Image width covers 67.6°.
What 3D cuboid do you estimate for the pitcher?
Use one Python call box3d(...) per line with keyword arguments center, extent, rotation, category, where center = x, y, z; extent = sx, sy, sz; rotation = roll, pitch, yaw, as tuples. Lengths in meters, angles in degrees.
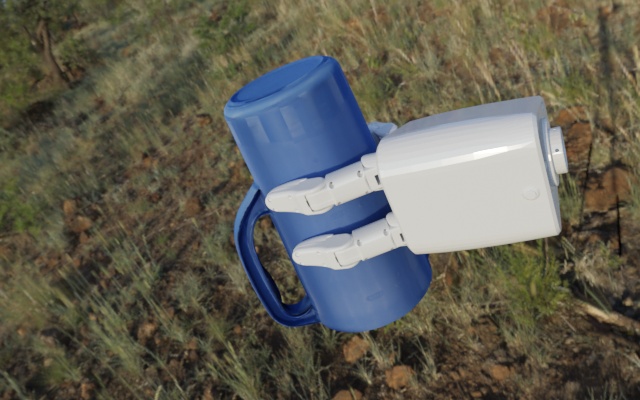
box3d(center=(0.000, 0.001, 0.453), extent=(0.145, 0.243, 0.149), rotation=(-8, 30, 32), category="pitcher")
